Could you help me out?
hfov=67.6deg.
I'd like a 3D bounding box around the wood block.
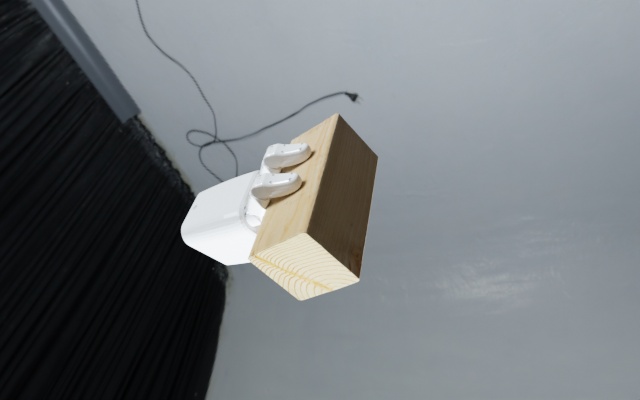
[{"bbox_3d":[0.000,0.002,0.577,0.090,0.206,0.091,-26,-57,34],"label":"wood block"}]
